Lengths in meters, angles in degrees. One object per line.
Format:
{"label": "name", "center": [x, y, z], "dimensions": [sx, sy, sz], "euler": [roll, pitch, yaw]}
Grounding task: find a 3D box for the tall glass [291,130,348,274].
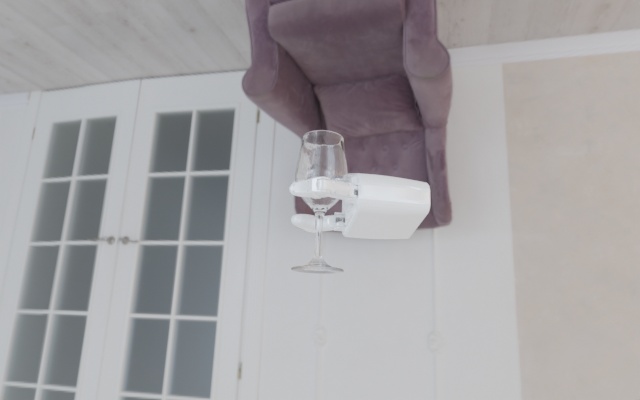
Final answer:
{"label": "tall glass", "center": [0.000, 0.003, 0.695], "dimensions": [0.079, 0.201, 0.079], "euler": [2, -14, 1]}
